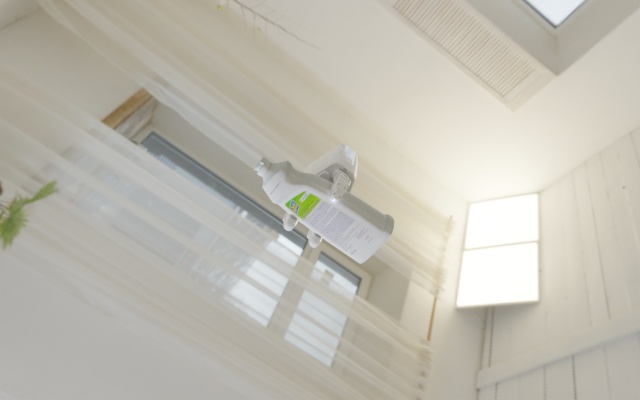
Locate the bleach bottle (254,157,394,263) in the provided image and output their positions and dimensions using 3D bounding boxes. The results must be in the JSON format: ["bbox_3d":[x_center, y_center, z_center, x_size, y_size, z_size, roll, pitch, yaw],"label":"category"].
[{"bbox_3d":[0.000,0.003,0.829,0.251,0.103,0.068,35,28,-10],"label":"bleach bottle"}]
